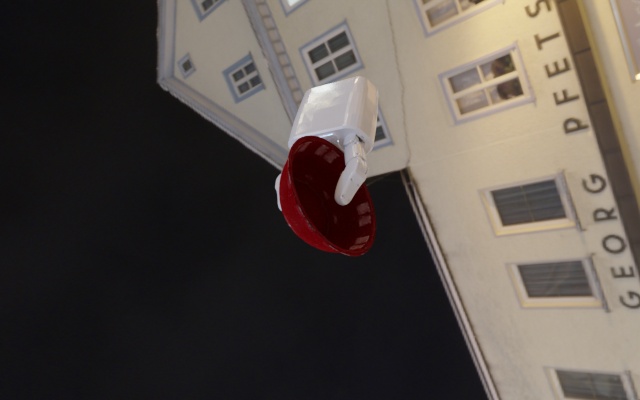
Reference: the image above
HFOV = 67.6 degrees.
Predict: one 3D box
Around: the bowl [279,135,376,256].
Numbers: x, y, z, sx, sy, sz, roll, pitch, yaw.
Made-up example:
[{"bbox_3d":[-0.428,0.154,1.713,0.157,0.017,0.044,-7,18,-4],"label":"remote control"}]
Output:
[{"bbox_3d":[-0.001,0.003,0.597,0.055,0.162,0.162,-29,-17,33],"label":"bowl"}]
